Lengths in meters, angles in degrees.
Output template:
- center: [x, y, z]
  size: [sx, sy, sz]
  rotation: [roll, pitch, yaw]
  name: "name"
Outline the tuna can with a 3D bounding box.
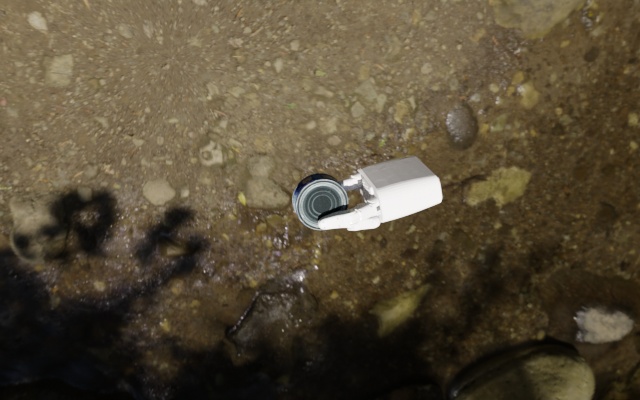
- center: [0.000, 0.003, 0.751]
  size: [0.086, 0.086, 0.033]
  rotation: [0, 18, -12]
  name: "tuna can"
